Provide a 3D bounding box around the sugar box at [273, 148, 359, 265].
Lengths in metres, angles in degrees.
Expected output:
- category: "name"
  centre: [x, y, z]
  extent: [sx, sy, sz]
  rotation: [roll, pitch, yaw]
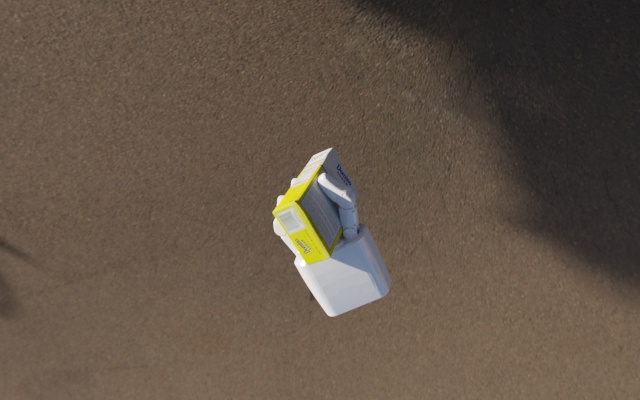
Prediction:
- category: "sugar box"
  centre: [0.000, 0.003, 0.693]
  extent: [0.048, 0.093, 0.176]
  rotation: [-22, 20, 26]
